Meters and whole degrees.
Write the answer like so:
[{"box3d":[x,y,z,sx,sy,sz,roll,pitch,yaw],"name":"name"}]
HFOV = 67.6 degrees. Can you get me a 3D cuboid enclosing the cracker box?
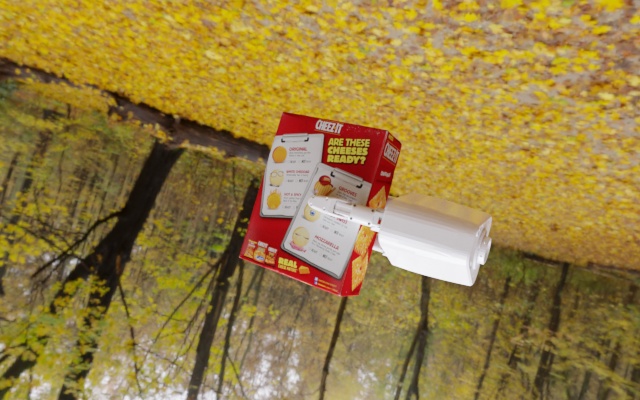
[{"box3d":[0.000,0.002,0.648,0.164,0.213,0.072,16,-2,28],"name":"cracker box"}]
